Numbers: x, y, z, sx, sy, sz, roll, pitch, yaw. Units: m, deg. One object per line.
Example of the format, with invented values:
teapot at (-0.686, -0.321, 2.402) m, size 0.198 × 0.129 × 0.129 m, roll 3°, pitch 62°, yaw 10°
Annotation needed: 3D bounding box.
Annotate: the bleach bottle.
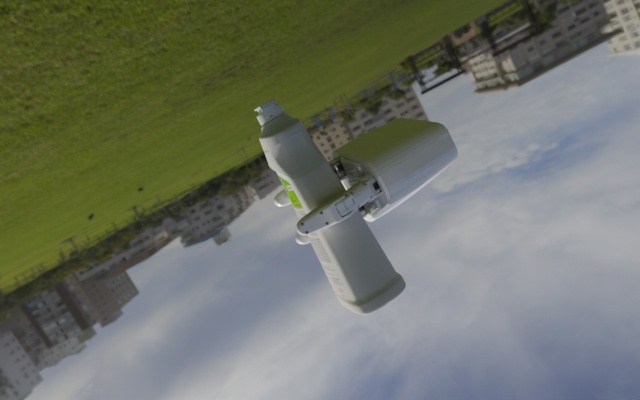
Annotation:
bleach bottle at (0.000, 0.002, 0.540) m, size 0.068 × 0.251 × 0.102 m, roll -31°, pitch 8°, yaw -16°
